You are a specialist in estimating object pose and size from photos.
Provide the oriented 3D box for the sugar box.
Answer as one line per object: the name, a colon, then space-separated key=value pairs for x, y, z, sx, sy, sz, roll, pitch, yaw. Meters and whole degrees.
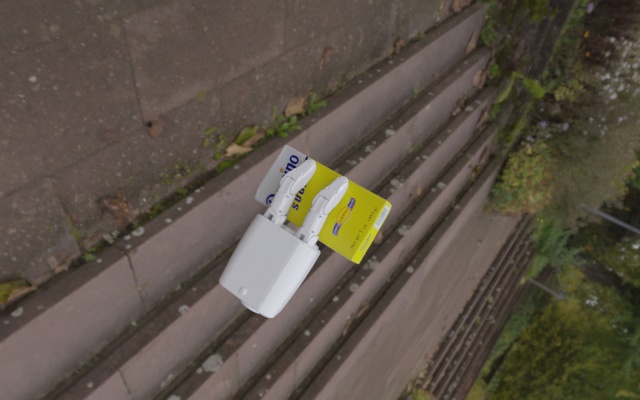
sugar box: x=0.000 y=0.002 z=0.663 sx=0.176 sy=0.093 sz=0.048 roll=30 pitch=-3 yaw=22
